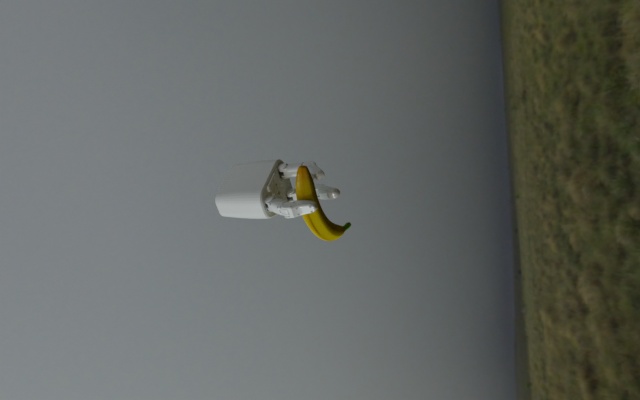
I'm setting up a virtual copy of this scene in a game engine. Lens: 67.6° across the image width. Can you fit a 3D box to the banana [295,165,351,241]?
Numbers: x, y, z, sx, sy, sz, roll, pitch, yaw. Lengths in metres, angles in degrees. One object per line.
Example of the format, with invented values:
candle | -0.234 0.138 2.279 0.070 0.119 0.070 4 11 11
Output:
banana | -0.004 0.020 0.857 0.037 0.069 0.198 1 -33 31
